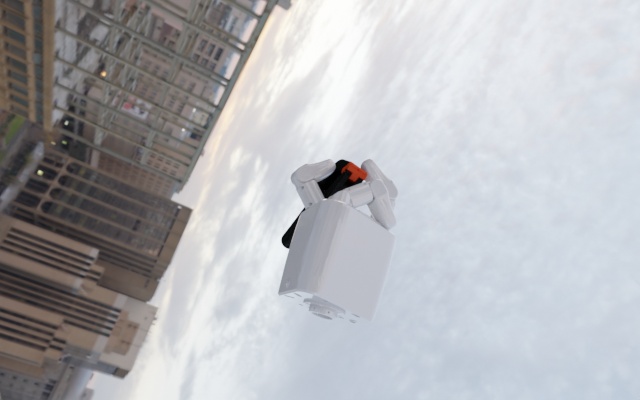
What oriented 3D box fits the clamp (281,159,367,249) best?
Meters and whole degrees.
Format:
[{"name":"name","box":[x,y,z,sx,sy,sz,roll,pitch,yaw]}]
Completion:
[{"name":"clamp","box":[0.001,0.002,0.637,0.039,0.120,0.171,24,-23,-17]}]
